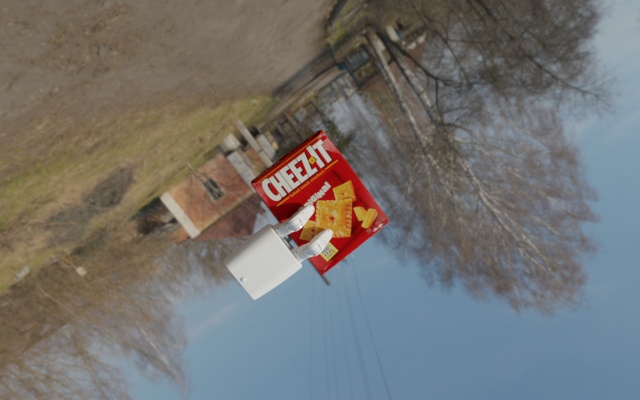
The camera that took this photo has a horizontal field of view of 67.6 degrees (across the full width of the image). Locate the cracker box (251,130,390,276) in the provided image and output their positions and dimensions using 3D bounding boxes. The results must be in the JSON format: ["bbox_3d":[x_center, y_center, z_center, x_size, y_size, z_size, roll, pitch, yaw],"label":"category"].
[{"bbox_3d":[0.000,0.003,0.879,0.164,0.214,0.072,-37,9,-2],"label":"cracker box"}]
